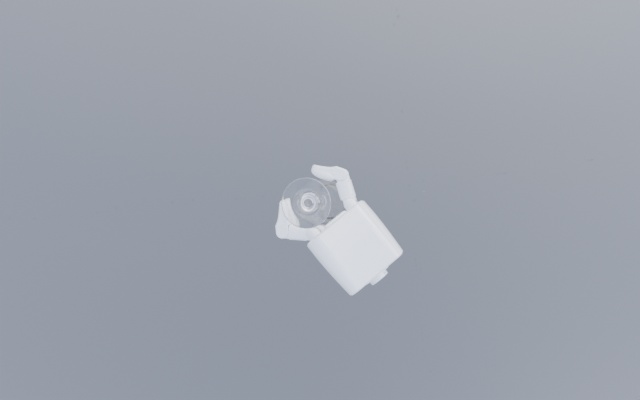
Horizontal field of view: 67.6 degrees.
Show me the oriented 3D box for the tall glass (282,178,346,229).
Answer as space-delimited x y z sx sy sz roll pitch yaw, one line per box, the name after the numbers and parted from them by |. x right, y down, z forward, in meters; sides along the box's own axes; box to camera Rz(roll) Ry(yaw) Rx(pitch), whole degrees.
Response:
0.000 0.002 0.788 0.079 0.079 0.201 0 1 12 | tall glass
